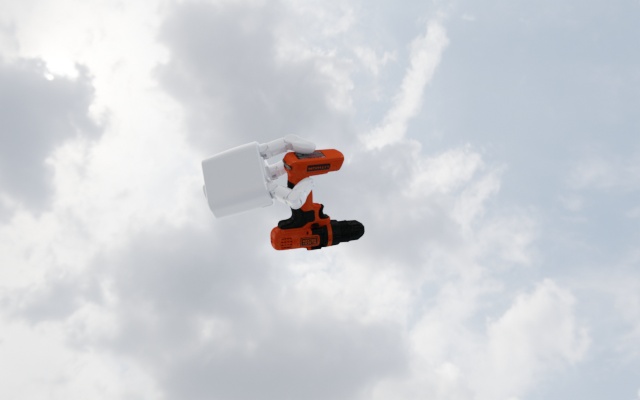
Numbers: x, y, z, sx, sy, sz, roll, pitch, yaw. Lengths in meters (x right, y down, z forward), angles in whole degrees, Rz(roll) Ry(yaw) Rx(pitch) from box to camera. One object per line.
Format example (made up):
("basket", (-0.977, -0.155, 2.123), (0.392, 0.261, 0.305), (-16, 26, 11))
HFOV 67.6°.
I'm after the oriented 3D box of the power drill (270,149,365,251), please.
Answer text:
("power drill", (0.000, 0.002, 0.869), (0.184, 0.188, 0.057), (-6, 25, -19))
